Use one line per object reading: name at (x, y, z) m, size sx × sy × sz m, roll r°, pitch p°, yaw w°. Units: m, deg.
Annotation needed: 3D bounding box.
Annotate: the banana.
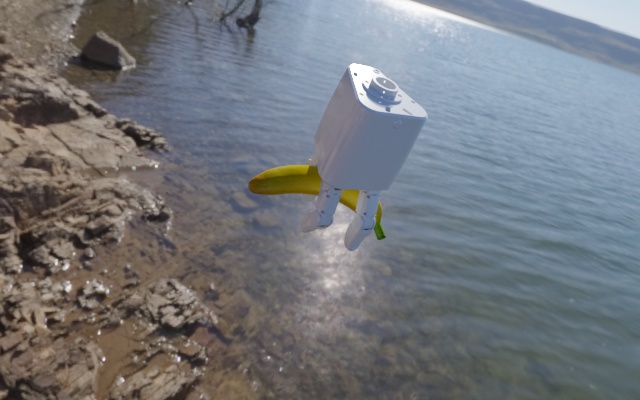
banana at (0.005, -0.011, 0.627) m, size 0.198 × 0.069 × 0.037 m, roll 20°, pitch -40°, yaw -15°
